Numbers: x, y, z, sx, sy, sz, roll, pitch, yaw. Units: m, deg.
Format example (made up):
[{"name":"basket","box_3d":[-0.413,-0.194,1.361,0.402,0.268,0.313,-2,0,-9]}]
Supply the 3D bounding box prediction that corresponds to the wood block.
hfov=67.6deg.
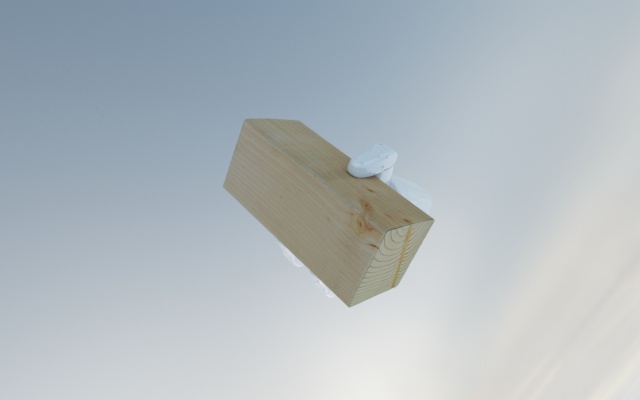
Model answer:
[{"name":"wood block","box_3d":[0.001,0.001,0.502,0.206,0.091,0.090,39,29,30]}]
